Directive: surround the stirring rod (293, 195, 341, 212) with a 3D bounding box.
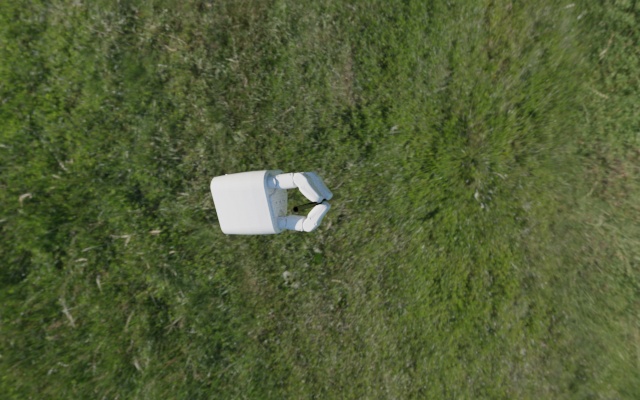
[{"bbox_3d":[0.000,0.003,0.805,0.011,0.011,0.239,0,5,18],"label":"stirring rod"}]
